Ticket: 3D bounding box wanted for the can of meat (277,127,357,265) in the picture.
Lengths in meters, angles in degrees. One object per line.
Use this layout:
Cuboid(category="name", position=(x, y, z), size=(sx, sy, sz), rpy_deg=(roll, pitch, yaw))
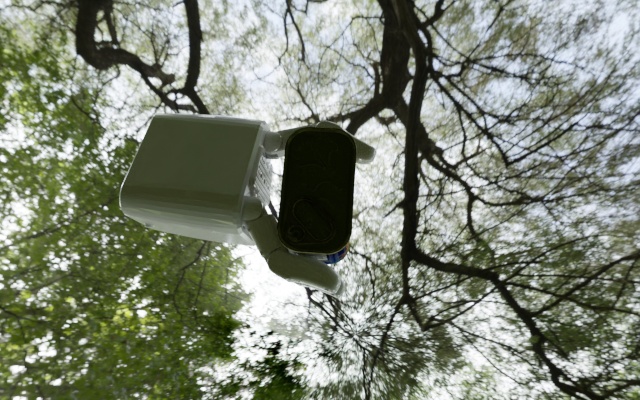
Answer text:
Cuboid(category="can of meat", position=(0.000, 0.001, 0.408), size=(0.057, 0.102, 0.084), rpy_deg=(3, -15, 4))
